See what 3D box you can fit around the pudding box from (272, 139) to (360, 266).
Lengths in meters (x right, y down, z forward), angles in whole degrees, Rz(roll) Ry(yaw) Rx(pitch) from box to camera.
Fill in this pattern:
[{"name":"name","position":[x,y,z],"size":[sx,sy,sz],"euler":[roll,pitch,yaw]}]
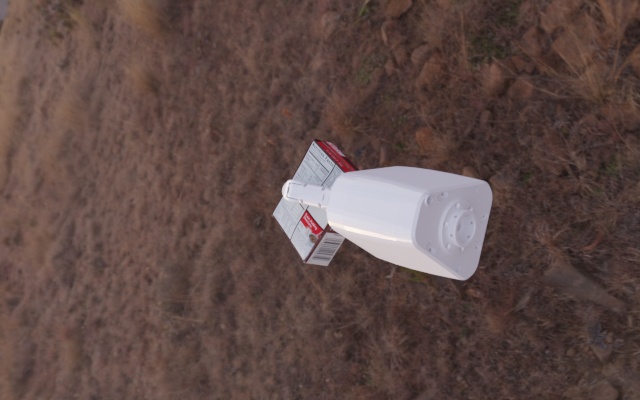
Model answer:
[{"name":"pudding box","position":[0.000,0.002,0.531],"size":[0.039,0.113,0.090],"euler":[12,28,-41]}]
